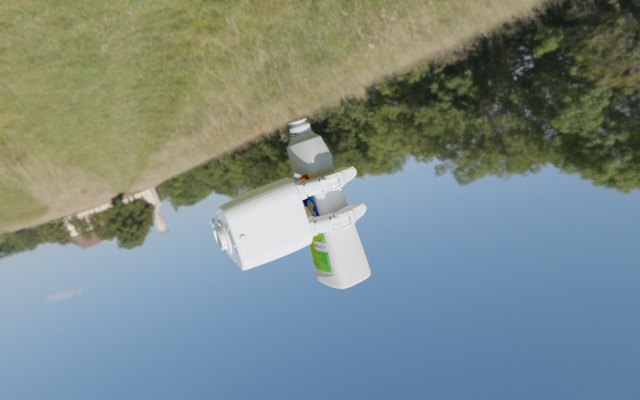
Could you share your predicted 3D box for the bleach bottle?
[{"bbox_3d":[0.000,0.002,0.718,0.068,0.251,0.102,-22,12,-23],"label":"bleach bottle"}]
